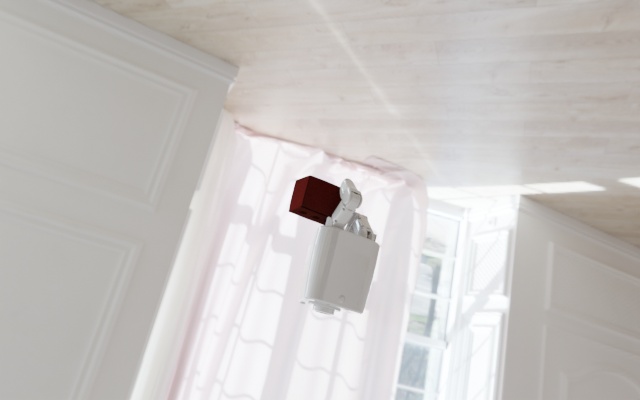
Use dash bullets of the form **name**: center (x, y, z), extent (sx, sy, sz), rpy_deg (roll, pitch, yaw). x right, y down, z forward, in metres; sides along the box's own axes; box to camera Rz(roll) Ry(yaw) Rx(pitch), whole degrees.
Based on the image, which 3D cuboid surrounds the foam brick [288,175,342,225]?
- **foam brick**: center (0.000, 0.002, 0.711), extent (0.078, 0.051, 0.053), rpy_deg (21, -16, -21)
